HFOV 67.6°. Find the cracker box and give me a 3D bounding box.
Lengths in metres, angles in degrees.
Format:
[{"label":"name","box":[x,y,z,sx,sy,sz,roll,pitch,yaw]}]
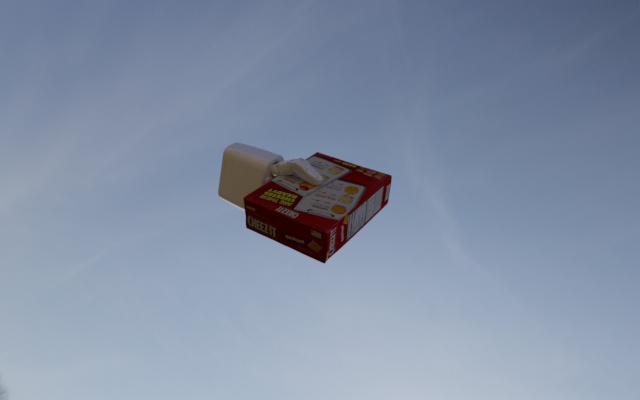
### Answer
[{"label":"cracker box","box":[0.000,0.002,0.822,0.164,0.072,0.213,21,37,27]}]
